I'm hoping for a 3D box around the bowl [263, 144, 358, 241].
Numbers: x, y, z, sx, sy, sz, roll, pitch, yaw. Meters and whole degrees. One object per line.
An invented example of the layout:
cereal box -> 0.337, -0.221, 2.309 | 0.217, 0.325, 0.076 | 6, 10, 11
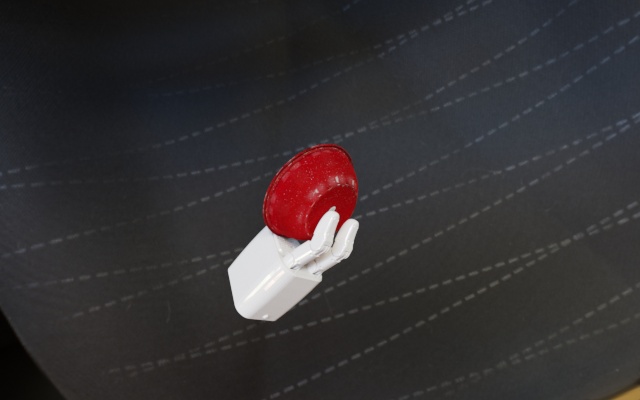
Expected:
bowl -> 0.001, 0.001, 0.684 | 0.162, 0.162, 0.055 | 0, 32, -45
